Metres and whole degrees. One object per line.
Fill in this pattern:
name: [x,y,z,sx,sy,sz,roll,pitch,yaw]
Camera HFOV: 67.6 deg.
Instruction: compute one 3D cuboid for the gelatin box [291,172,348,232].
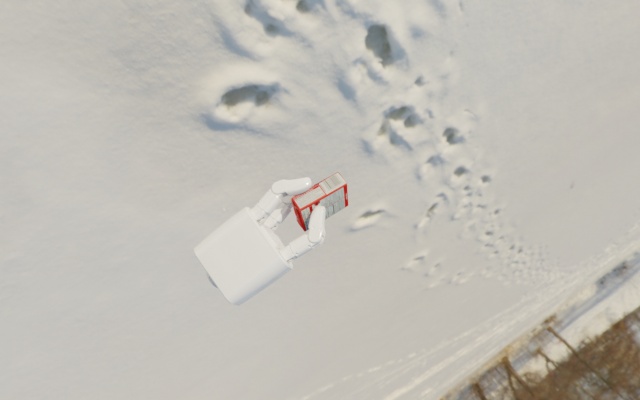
gelatin box: [0.001,0.003,0.758,0.089,0.030,0.073,-30,-28,-10]
